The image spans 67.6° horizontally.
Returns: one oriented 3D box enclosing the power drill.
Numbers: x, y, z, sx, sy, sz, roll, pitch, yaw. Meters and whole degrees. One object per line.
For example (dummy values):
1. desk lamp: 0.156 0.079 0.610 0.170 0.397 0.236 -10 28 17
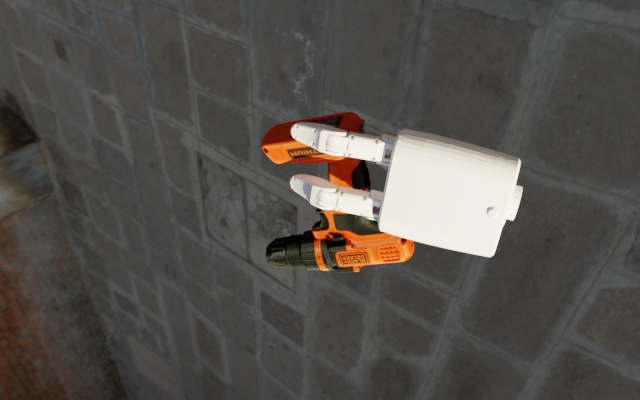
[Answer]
1. power drill: 0.000 0.001 0.540 0.184 0.188 0.057 -8 34 18
